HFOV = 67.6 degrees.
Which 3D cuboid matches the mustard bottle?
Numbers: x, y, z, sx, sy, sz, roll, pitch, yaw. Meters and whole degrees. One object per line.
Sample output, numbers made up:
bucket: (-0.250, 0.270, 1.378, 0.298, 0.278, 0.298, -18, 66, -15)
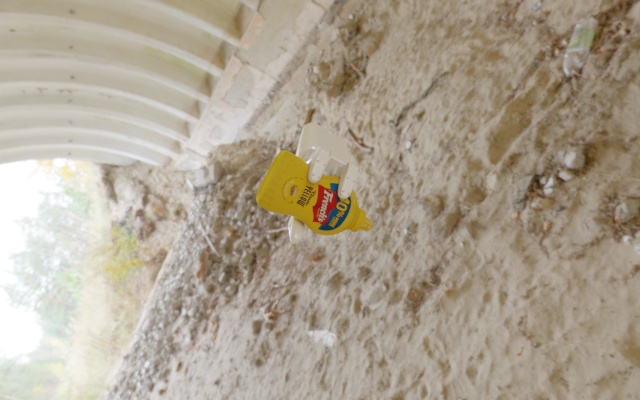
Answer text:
mustard bottle: (0.000, 0.003, 0.770, 0.192, 0.096, 0.058, 27, 5, -17)
